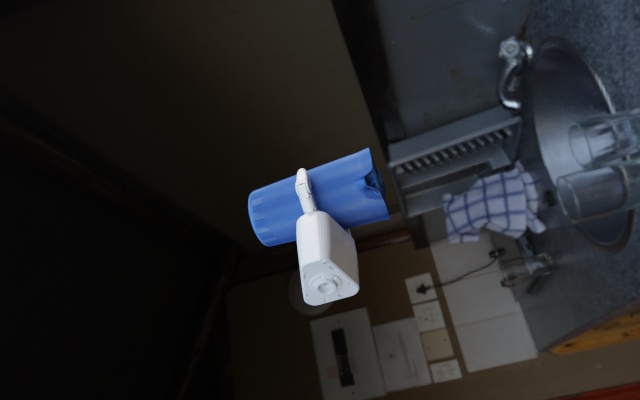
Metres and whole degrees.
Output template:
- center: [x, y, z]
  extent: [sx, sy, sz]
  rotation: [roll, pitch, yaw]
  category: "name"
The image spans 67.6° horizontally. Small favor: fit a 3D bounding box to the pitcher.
- center: [0.000, 0.003, 0.880]
  extent: [0.243, 0.149, 0.145]
  rotation: [-16, 40, 9]
  category: "pitcher"
